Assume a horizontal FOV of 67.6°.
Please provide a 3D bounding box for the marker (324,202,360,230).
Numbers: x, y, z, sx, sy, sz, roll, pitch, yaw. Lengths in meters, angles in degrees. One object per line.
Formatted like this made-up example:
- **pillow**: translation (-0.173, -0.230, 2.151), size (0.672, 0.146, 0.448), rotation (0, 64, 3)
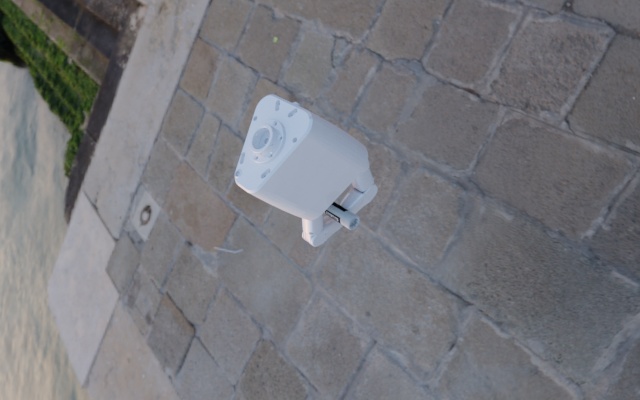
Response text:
- **marker**: translation (0.000, 0.002, 0.593), size (0.020, 0.020, 0.121), rotation (0, 24, -45)
